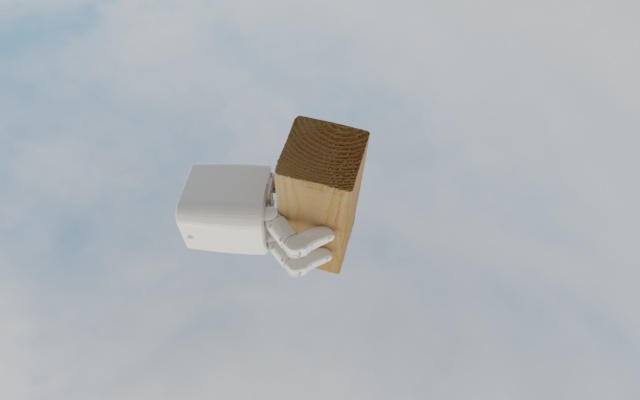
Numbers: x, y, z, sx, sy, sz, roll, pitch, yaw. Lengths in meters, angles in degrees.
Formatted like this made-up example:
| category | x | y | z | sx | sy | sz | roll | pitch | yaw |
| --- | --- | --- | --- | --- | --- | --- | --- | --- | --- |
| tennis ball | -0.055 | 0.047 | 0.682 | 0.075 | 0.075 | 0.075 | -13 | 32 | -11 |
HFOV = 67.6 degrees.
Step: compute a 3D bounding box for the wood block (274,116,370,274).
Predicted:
| category | x | y | z | sx | sy | sz | roll | pitch | yaw |
| --- | --- | --- | --- | --- | --- | --- | --- | --- | --- |
| wood block | 0.000 | 0.002 | 0.610 | 0.090 | 0.090 | 0.206 | 14 | -32 | 6 |
